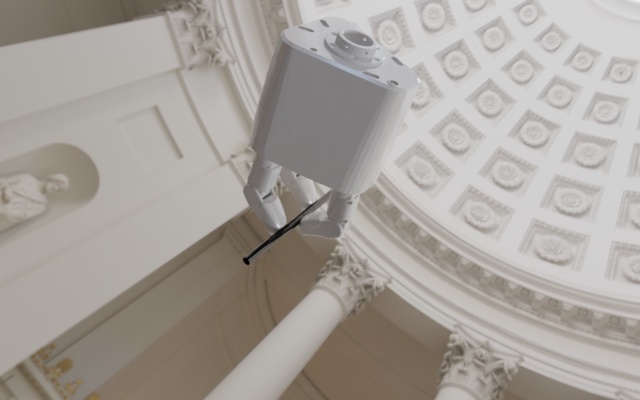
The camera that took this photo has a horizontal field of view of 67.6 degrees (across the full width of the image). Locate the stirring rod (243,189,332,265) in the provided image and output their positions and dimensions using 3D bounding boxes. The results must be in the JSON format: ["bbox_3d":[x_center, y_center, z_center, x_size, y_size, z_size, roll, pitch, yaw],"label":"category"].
[{"bbox_3d":[0.000,0.002,0.509,0.011,0.011,0.239,0,26,37],"label":"stirring rod"}]
